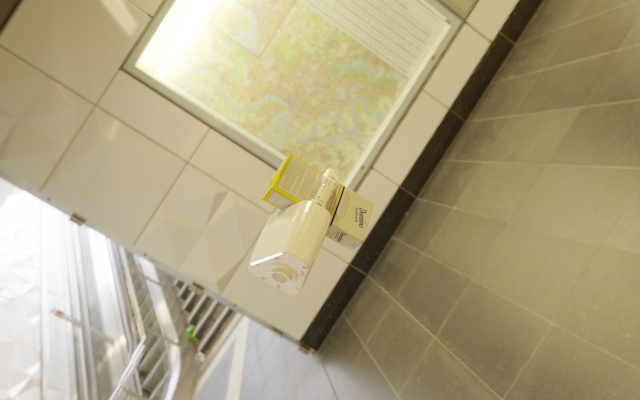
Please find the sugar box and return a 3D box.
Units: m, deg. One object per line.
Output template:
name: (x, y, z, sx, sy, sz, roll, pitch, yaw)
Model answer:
sugar box: (0.000, 0.003, 0.809, 0.176, 0.093, 0.048, 33, -42, -12)
